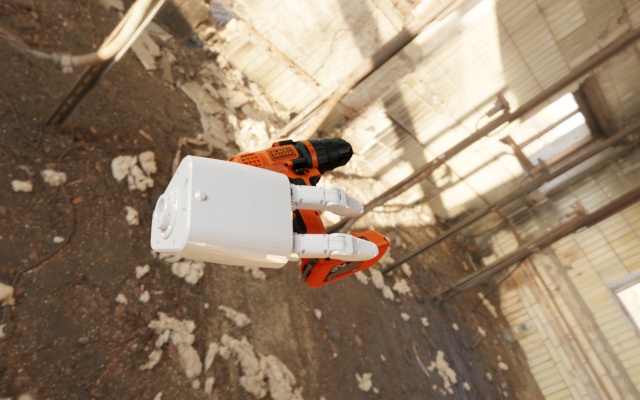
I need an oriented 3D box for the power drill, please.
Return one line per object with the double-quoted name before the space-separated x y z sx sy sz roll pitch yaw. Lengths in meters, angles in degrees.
"power drill" 0.000 0.002 0.581 0.184 0.187 0.057 -17 -32 -32
